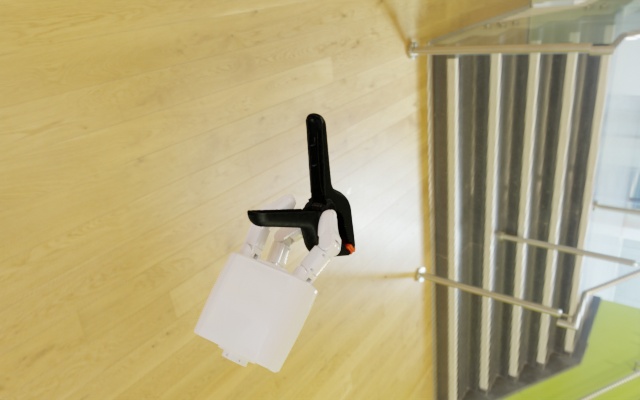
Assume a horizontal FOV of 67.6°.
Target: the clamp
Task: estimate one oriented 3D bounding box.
[{"bbox_3d":[0.001,0.003,0.626,0.036,0.164,0.210,11,-24,36],"label":"clamp"}]
